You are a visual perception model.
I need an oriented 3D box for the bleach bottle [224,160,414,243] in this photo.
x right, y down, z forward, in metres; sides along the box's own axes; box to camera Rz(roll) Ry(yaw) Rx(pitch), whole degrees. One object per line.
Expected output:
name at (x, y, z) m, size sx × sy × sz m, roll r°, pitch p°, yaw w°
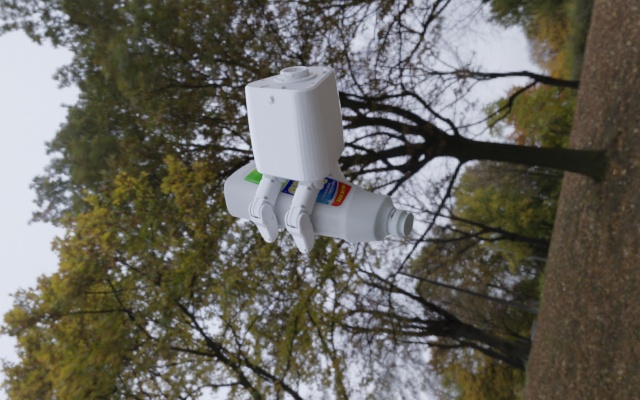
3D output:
bleach bottle at (0.000, 0.002, 0.610) m, size 0.251 × 0.068 × 0.102 m, roll 12°, pitch 32°, yaw 32°
